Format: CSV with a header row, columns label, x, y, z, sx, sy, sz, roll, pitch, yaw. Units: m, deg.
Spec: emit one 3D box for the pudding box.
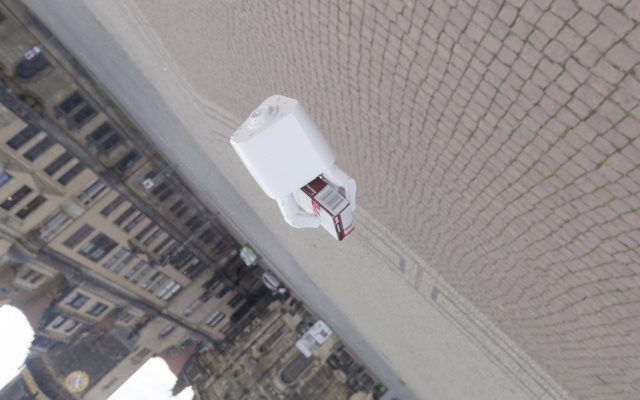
label,x,y,z,sx,sy,sz,roll,pitch,yaw
pudding box,0.000,0.003,0.757,0.113,0.039,0.090,42,-14,27
